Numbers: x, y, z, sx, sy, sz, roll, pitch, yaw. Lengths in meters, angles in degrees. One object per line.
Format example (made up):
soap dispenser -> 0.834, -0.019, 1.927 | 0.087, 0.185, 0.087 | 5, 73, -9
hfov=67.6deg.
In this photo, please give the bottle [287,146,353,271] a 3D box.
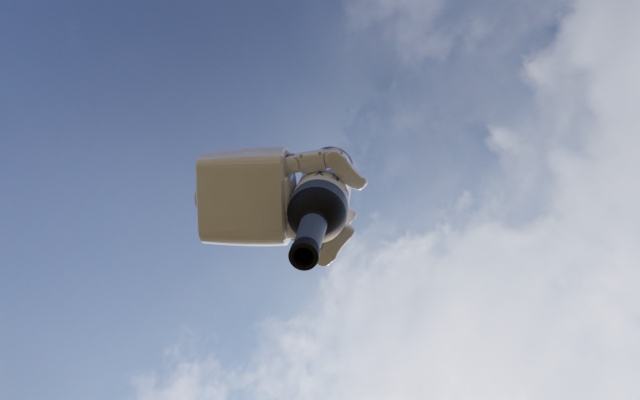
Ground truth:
bottle -> 0.000, 0.002, 0.556 | 0.069, 0.069, 0.295 | 0, 19, 6
